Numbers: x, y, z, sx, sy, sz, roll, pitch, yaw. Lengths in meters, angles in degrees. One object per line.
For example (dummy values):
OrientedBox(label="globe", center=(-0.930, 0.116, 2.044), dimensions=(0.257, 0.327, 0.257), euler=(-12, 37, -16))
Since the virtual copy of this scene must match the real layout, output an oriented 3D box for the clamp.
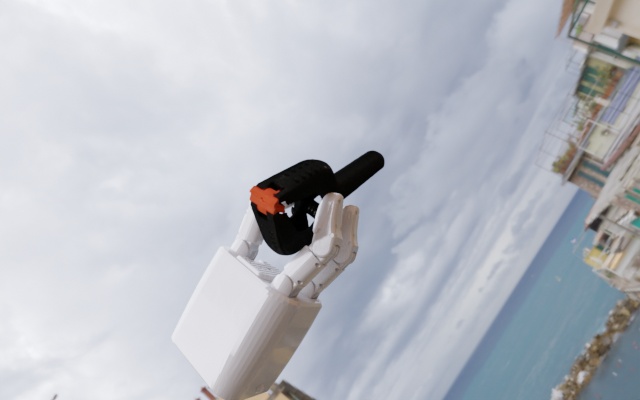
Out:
OrientedBox(label="clamp", center=(-0.001, 0.001, 0.472), dimensions=(0.036, 0.164, 0.210), euler=(28, -1, 24))
